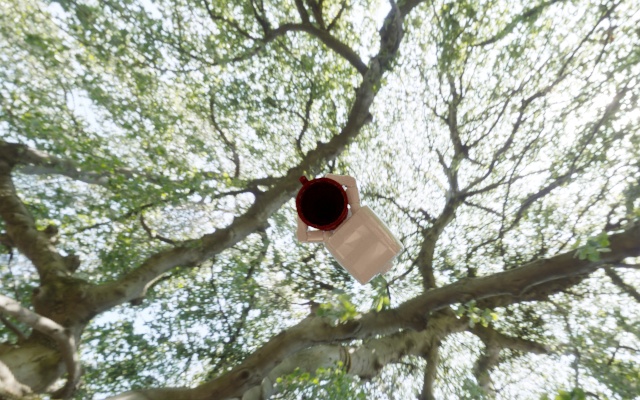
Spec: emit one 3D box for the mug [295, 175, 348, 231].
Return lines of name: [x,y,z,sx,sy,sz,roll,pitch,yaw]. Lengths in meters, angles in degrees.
mug: [-0.001,0.002,0.876,0.093,0.117,0.081,-41,-13,0]
